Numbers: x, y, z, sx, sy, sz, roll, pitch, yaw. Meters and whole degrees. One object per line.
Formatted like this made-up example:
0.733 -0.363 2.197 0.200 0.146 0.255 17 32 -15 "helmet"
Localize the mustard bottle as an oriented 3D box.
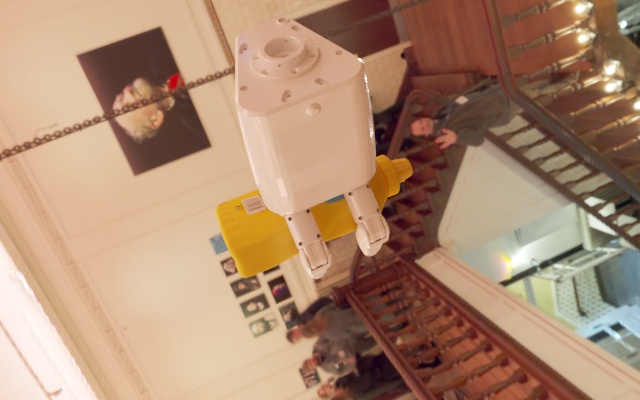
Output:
0.000 0.002 0.458 0.191 0.058 0.096 -23 28 -9 "mustard bottle"
